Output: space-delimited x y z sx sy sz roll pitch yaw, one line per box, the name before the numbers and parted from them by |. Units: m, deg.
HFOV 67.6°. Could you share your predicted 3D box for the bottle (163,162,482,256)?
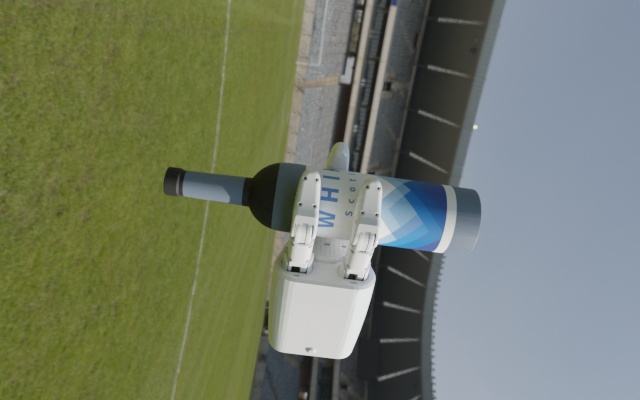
bottle | 0.000 0.001 0.462 0.296 0.069 0.069 8 -1 -3
